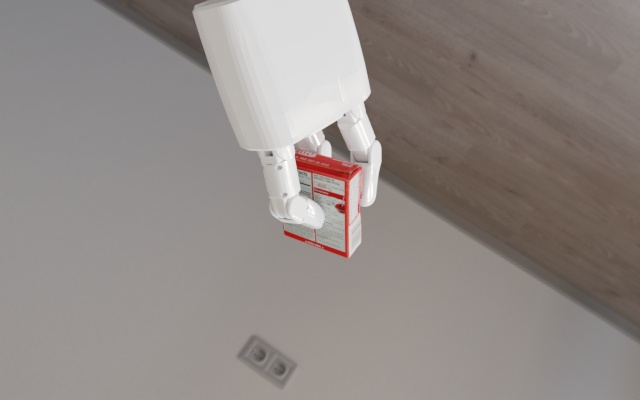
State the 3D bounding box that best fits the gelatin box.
[{"bbox_3d":[0.000,0.002,0.436,0.073,0.089,0.030,17,39,26],"label":"gelatin box"}]
